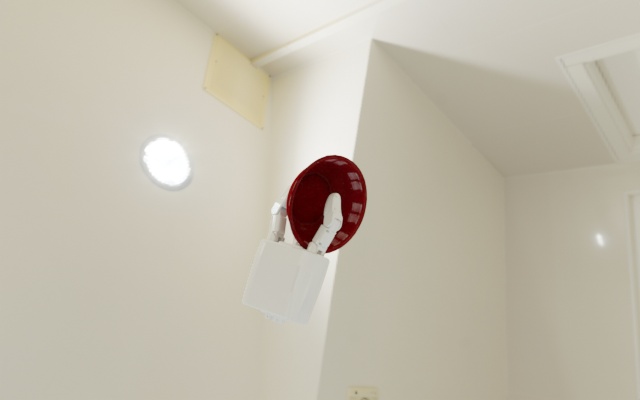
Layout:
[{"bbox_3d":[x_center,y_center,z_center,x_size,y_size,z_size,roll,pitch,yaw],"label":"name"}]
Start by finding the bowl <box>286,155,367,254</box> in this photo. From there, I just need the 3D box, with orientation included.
[{"bbox_3d":[0.001,0.001,0.779,0.162,0.162,0.055,0,12,-39],"label":"bowl"}]
